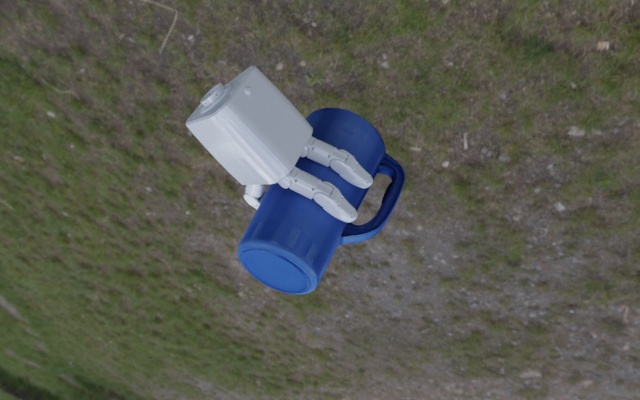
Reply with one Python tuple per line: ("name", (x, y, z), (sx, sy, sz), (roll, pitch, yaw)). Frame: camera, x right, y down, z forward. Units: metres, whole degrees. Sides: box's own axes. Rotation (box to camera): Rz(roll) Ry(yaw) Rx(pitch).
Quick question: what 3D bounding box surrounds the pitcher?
("pitcher", (0.000, 0.002, 0.638), (0.149, 0.242, 0.145), (-14, -52, 43))
